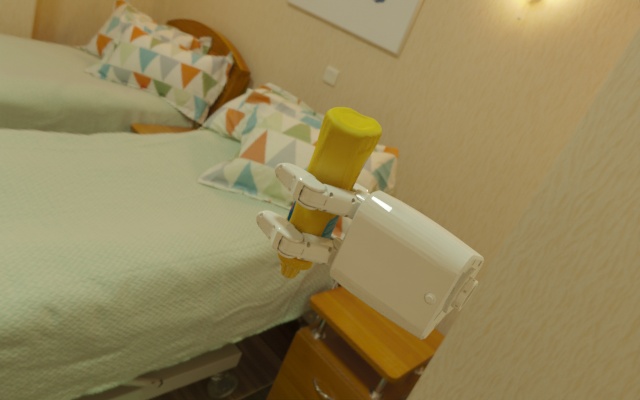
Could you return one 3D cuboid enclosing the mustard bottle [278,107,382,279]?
[{"bbox_3d":[0.000,0.001,0.500,0.058,0.192,0.096,24,22,2],"label":"mustard bottle"}]
